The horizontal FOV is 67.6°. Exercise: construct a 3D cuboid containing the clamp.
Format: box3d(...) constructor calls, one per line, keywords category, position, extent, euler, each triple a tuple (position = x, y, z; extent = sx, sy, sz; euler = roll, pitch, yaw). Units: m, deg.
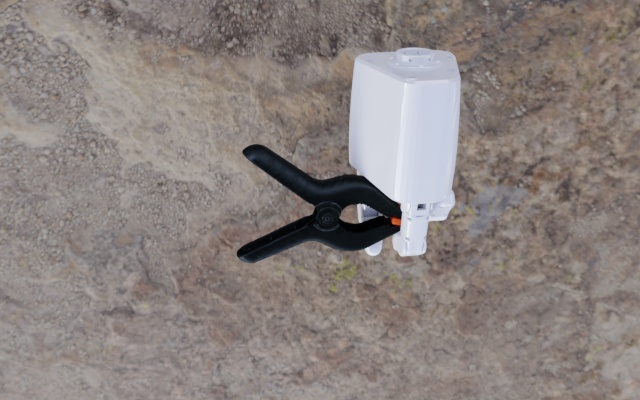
box3d(category="clamp", position=(0.000, 0.002, 0.459), extent=(0.171, 0.120, 0.039), euler=(-4, 29, -5))
